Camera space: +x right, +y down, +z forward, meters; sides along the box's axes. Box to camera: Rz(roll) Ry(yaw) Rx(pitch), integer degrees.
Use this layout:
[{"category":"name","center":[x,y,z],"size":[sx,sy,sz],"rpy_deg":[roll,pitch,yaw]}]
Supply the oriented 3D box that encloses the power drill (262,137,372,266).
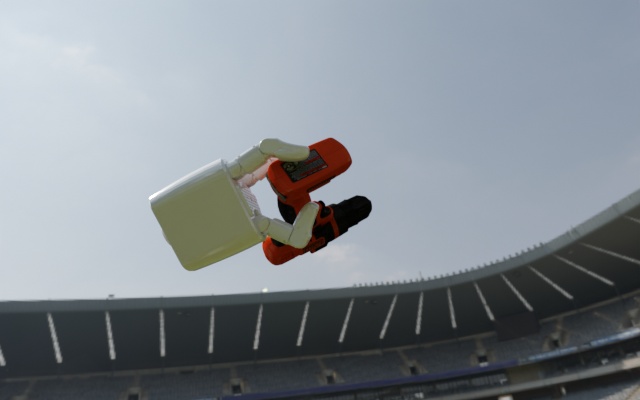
[{"category":"power drill","center":[0.000,0.002,0.665],"size":[0.184,0.057,0.188],"rpy_deg":[-28,-33,-19]}]
